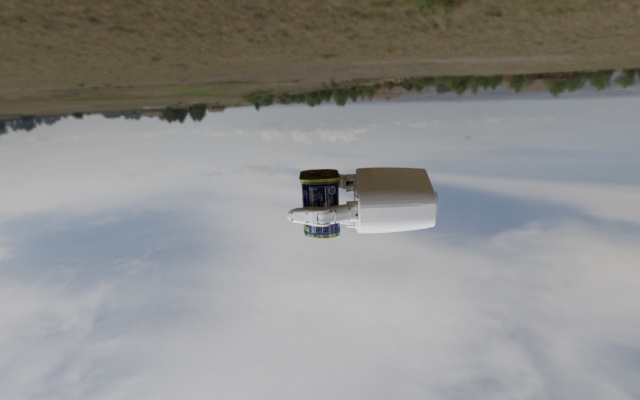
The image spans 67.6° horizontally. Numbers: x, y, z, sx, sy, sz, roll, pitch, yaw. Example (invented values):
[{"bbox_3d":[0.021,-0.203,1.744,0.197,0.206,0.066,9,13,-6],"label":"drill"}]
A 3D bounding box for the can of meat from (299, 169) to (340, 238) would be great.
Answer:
[{"bbox_3d":[0.000,0.003,0.695,0.057,0.084,0.102,-3,12,-1],"label":"can of meat"}]
